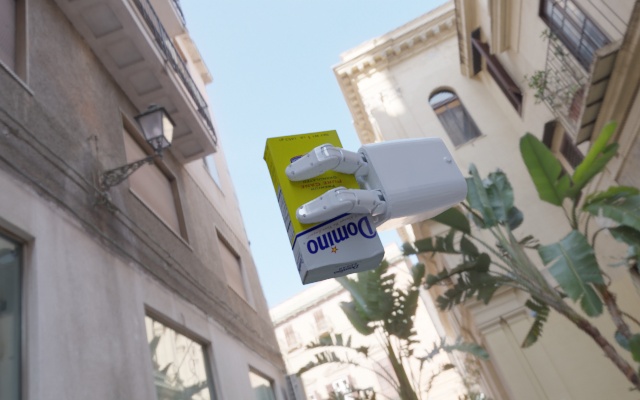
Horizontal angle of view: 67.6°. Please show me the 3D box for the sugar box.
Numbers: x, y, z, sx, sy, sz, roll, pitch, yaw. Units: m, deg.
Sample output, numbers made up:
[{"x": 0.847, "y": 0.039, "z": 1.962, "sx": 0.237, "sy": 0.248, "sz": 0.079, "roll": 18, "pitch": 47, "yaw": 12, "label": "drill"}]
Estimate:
[{"x": 0.000, "y": 0.001, "z": 0.550, "sx": 0.093, "sy": 0.176, "sz": 0.048, "roll": -11, "pitch": -31, "yaw": -18, "label": "sugar box"}]
